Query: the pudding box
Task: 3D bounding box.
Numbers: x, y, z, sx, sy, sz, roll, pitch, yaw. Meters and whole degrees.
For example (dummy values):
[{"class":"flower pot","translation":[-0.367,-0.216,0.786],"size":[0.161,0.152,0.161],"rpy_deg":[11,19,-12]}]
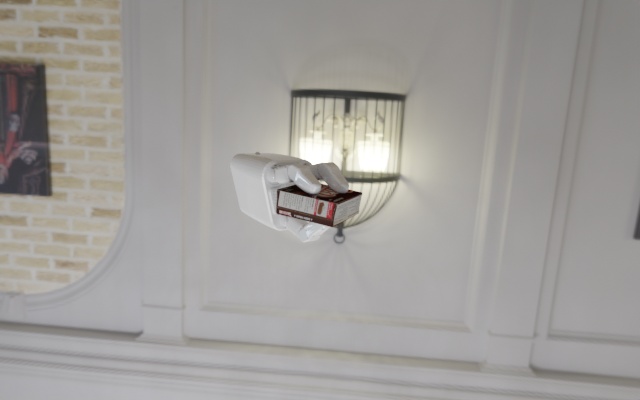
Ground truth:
[{"class":"pudding box","translation":[0.000,0.002,0.682],"size":[0.090,0.039,0.113],"rpy_deg":[12,15,20]}]
